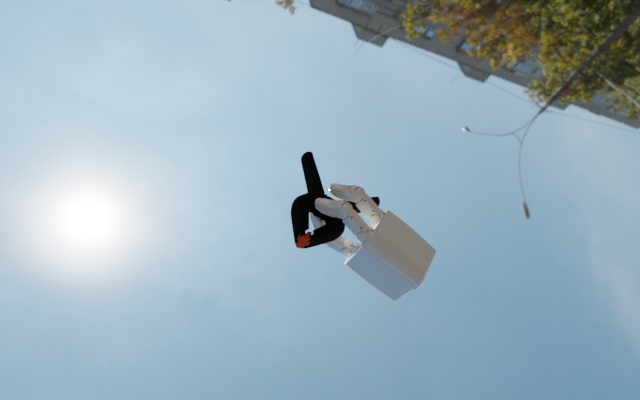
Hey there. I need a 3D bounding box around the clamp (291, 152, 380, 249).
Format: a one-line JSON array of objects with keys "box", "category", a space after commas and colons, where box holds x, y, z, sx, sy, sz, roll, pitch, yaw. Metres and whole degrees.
[{"box": [0.000, 0.004, 0.800, 0.164, 0.036, 0.210, 37, 39, 5], "category": "clamp"}]
